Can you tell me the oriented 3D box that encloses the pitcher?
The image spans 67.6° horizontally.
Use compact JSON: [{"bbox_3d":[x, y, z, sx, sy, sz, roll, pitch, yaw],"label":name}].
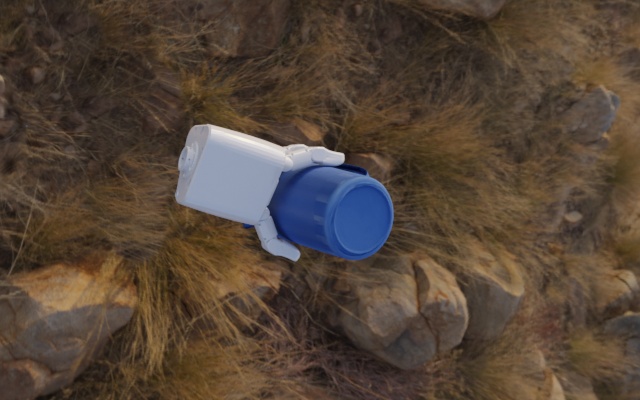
[{"bbox_3d":[0.000,0.002,0.696,0.145,0.149,0.243,19,-3,-32],"label":"pitcher"}]
